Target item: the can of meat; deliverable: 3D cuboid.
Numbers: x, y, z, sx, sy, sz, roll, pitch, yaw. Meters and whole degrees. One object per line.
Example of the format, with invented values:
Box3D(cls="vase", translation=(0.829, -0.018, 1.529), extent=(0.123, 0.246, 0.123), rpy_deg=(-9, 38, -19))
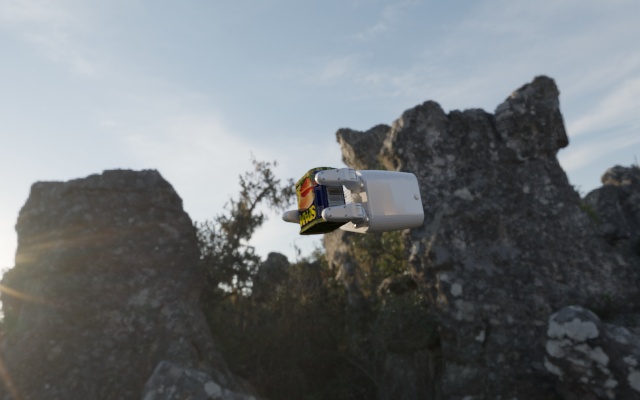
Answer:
Box3D(cls="can of meat", translation=(0.000, 0.002, 0.738), extent=(0.057, 0.084, 0.102), rpy_deg=(-2, -15, -23))
